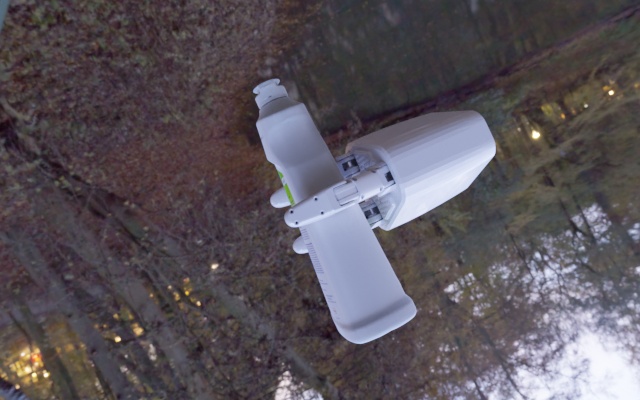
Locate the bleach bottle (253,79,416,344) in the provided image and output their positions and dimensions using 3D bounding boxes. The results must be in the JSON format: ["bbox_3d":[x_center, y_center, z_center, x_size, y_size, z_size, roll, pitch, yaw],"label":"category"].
[{"bbox_3d":[0.000,0.002,0.452,0.068,0.251,0.102,-24,-2,-12],"label":"bleach bottle"}]
